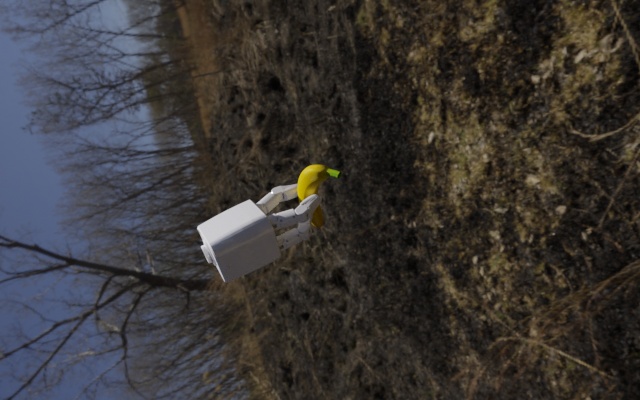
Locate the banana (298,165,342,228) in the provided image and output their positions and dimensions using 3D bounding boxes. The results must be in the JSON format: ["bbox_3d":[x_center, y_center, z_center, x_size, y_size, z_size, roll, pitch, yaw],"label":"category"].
[{"bbox_3d":[-0.012,-0.011,0.855,0.037,0.069,0.198,-39,-16,-24],"label":"banana"}]
